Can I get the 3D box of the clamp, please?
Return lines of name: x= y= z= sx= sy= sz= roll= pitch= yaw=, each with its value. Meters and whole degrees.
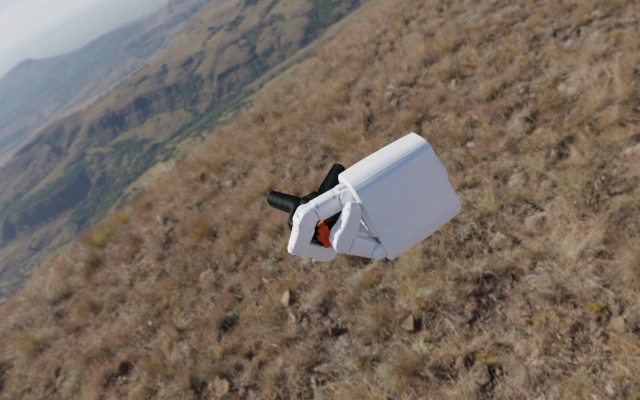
clamp: x=0.000 y=0.002 z=0.630 sx=0.120 sy=0.039 sz=0.171 roll=-32 pitch=31 yaw=-5
